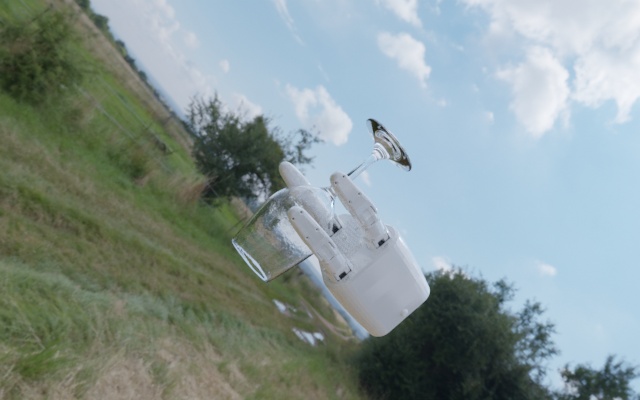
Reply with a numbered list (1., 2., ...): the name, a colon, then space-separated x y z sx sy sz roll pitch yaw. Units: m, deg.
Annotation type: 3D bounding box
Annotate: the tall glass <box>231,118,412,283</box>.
1. tall glass: 0.001 0.001 0.521 0.201 0.079 0.079 -39 4 -5
